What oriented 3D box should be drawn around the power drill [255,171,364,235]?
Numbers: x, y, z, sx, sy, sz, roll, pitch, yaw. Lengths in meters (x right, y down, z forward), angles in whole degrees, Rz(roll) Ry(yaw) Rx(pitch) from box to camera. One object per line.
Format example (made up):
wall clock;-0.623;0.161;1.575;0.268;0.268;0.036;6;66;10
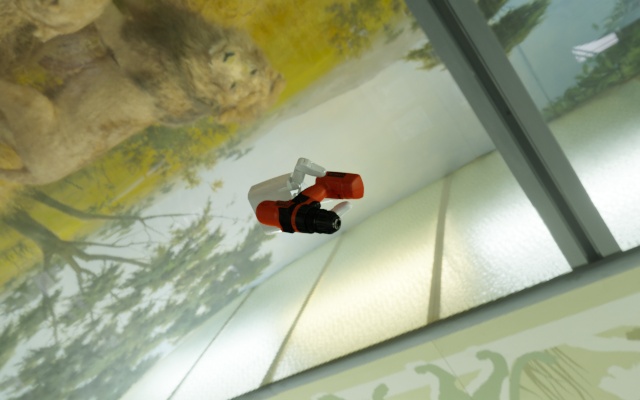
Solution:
power drill;0.000;0.003;0.883;0.184;0.057;0.187;9;27;38
